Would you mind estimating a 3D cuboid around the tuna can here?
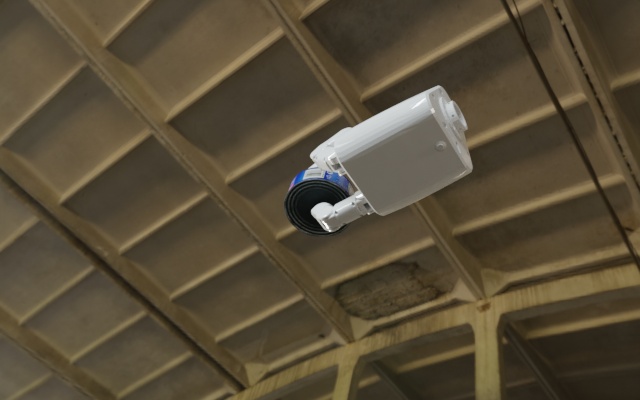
[{"bbox_3d":[0.000,0.002,0.591,0.086,0.086,0.033,0,34,10],"label":"tuna can"}]
